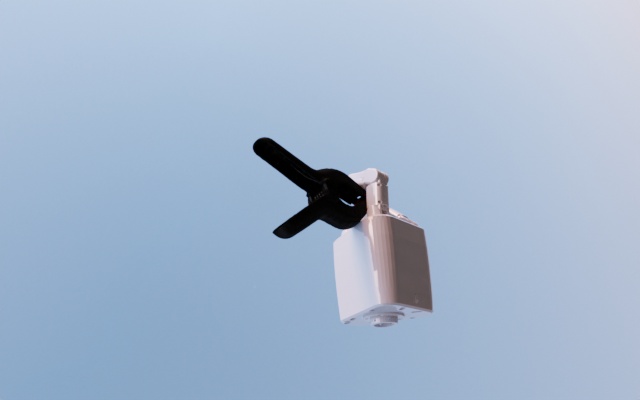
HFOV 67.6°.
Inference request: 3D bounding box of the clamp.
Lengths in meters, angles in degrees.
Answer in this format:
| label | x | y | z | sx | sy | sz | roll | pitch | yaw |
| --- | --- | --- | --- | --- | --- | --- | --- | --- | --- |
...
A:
| label | x | y | z | sx | sy | sz | roll | pitch | yaw |
| --- | --- | --- | --- | --- | --- | --- | --- | --- | --- |
| clamp | 0.000 | 0.002 | 0.543 | 0.171 | 0.120 | 0.039 | 18 | -36 | -35 |
